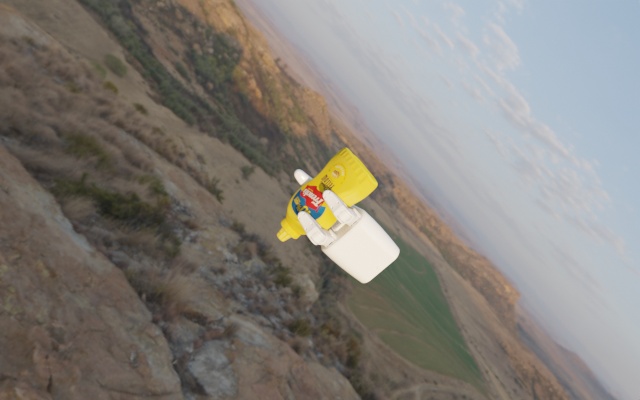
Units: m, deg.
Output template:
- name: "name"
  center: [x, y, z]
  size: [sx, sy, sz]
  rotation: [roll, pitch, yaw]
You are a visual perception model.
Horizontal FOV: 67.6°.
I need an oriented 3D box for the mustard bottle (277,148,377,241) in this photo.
- name: "mustard bottle"
  center: [0.000, 0.002, 0.816]
  size: [0.058, 0.191, 0.096]
  rotation: [37, 15, -48]
